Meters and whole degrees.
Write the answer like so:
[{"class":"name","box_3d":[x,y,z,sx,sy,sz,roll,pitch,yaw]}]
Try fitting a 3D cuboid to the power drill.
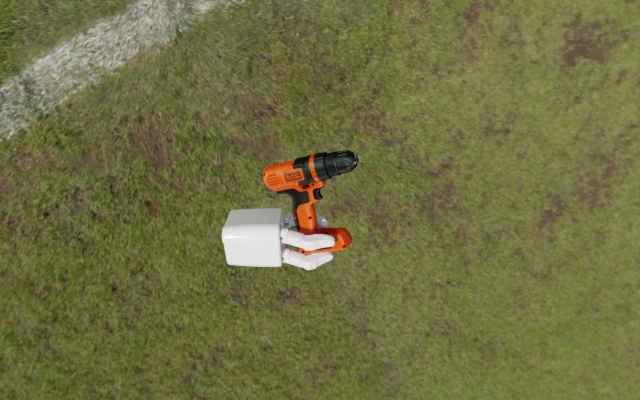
[{"class":"power drill","box_3d":[0.000,0.003,0.897,0.184,0.188,0.057,-10,19,22]}]
